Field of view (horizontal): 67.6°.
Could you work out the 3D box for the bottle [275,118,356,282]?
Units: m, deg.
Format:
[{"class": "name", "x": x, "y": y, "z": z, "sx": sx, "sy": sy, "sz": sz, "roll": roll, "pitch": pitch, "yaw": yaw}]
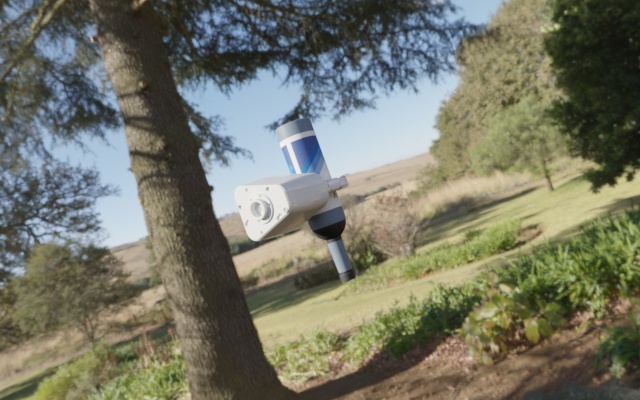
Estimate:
[{"class": "bottle", "x": 0.000, "y": 0.003, "z": 0.852, "sx": 0.069, "sy": 0.295, "sz": 0.069, "roll": -20, "pitch": -1, "yaw": 0}]
